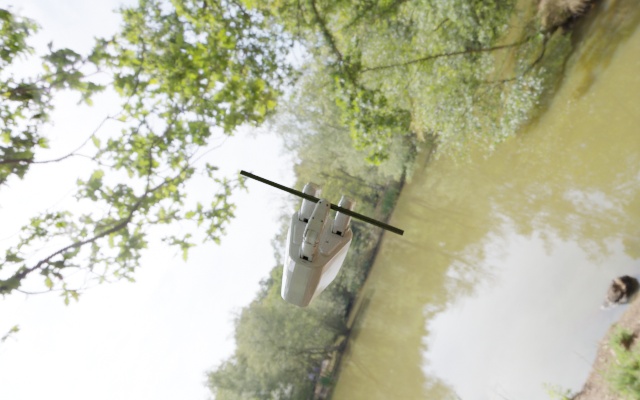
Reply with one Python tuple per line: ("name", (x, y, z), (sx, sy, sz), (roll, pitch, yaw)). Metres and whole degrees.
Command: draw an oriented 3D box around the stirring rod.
("stirring rod", (0.000, 0.002, 0.658), (0.239, 0.011, 0.011), (21, 2, 6))
